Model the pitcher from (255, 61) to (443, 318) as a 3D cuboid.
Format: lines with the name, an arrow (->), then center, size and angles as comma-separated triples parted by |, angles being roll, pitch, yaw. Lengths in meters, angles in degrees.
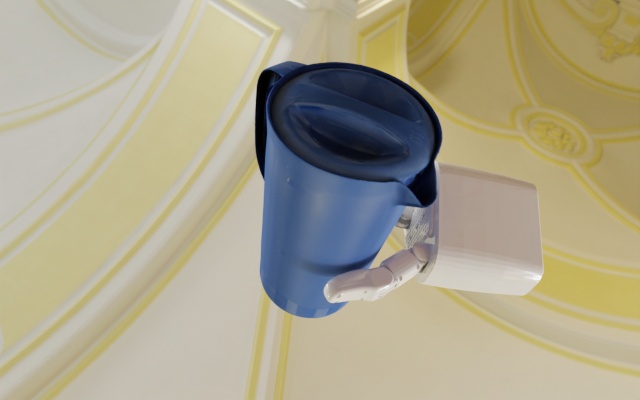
pitcher -> 0.000, 0.002, 0.443 | 0.145, 0.149, 0.243 | 8, -41, -7
